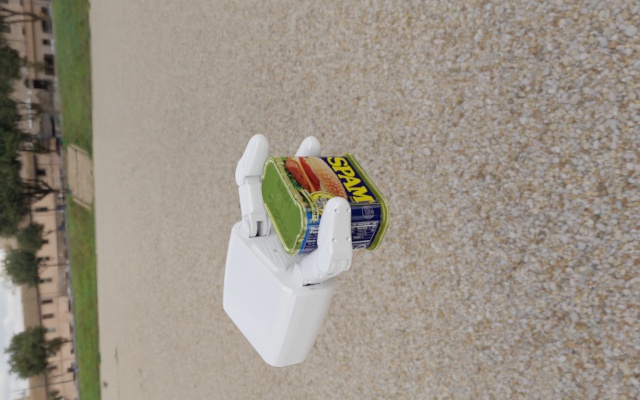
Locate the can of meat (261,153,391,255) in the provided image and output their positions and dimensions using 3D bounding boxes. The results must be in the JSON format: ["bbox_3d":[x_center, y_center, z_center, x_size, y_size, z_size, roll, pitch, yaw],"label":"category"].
[{"bbox_3d":[0.000,0.001,0.432,0.084,0.057,0.102,-3,40,-27],"label":"can of meat"}]
